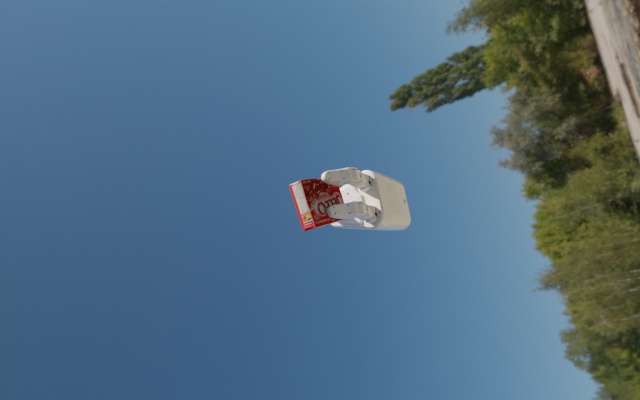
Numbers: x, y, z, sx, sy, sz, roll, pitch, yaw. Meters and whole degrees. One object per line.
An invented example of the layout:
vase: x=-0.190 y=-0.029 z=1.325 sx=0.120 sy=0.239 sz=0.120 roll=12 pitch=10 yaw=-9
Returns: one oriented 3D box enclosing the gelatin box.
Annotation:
gelatin box: x=0.000 y=0.003 z=0.730 sx=0.030 sy=0.073 sz=0.089 roll=-21 pitch=-6 yaw=38
